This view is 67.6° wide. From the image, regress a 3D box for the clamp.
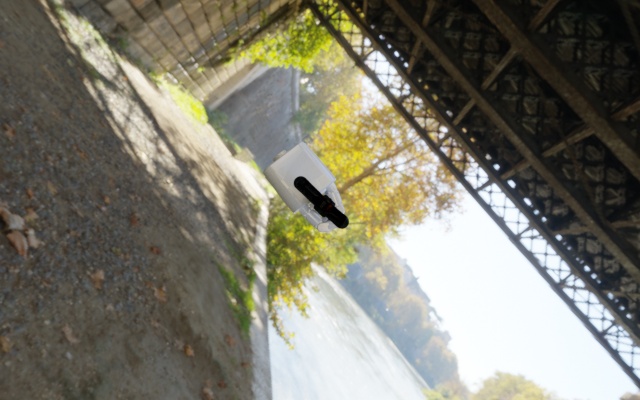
[{"bbox_3d":[0.001,0.003,0.880,0.039,0.120,0.171,-41,1,-3],"label":"clamp"}]
